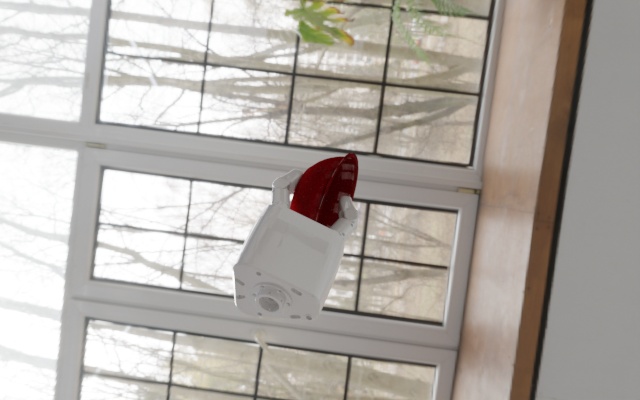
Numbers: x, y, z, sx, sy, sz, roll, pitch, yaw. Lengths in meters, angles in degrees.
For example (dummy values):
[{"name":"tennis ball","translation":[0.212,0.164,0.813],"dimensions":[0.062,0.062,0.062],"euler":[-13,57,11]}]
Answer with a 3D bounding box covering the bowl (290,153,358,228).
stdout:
[{"name":"bowl","translation":[0.000,0.002,0.686],"dimensions":[0.055,0.162,0.162],"euler":[19,6,17]}]
